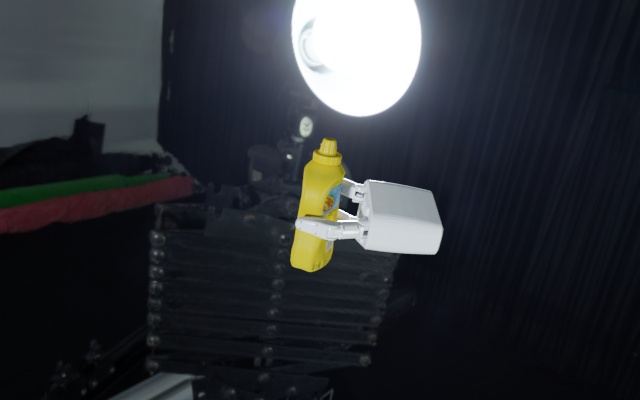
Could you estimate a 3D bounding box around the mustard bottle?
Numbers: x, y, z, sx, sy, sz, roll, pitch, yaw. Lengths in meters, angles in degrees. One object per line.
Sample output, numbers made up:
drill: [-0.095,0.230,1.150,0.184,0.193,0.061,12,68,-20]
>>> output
mustard bottle: [0.000,0.002,0.706,0.058,0.192,0.096,16,22,17]
